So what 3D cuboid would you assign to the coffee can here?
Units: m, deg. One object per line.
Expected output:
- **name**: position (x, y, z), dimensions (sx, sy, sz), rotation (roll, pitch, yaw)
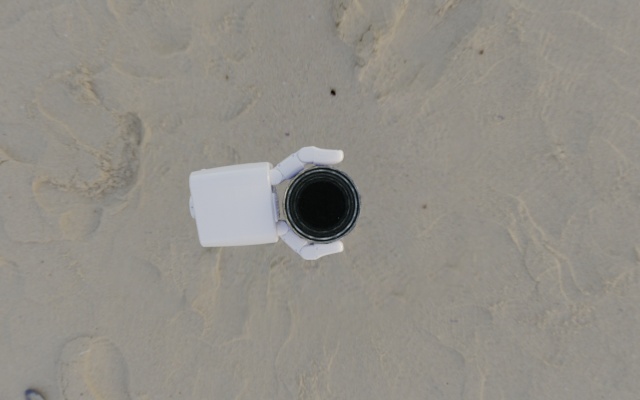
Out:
- **coffee can**: position (0.000, 0.002, 0.683), dimensions (0.103, 0.103, 0.140), rotation (0, 3, -2)
